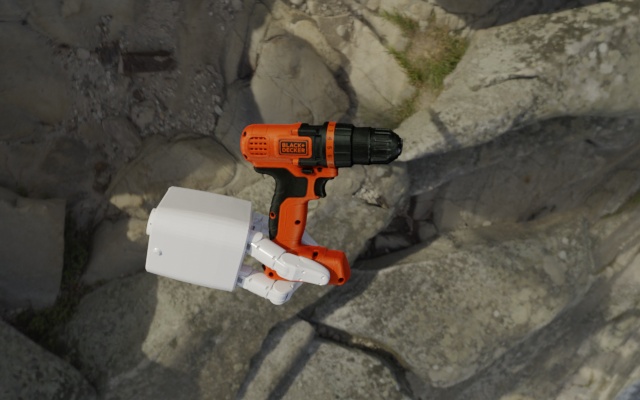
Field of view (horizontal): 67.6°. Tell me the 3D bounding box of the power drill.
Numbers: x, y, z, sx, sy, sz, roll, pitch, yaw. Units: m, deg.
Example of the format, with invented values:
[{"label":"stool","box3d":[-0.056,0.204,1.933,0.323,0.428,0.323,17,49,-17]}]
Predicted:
[{"label":"power drill","box3d":[0.000,0.002,0.561,0.184,0.188,0.057,3,13,11]}]
